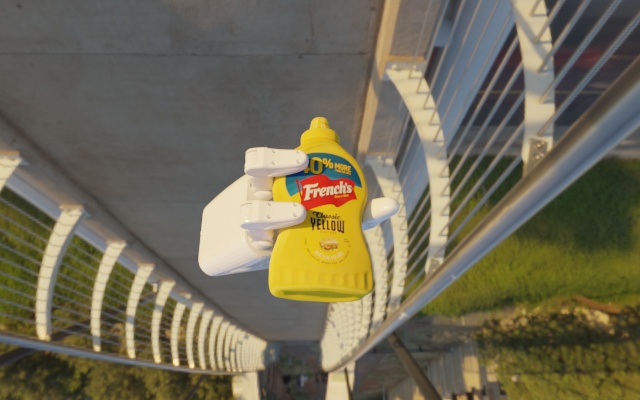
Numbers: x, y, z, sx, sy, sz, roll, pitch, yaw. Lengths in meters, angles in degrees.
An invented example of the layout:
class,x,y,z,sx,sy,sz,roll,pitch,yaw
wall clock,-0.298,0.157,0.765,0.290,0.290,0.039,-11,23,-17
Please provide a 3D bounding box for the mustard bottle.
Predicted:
class,x,y,z,sx,sy,sz,roll,pitch,yaw
mustard bottle,0.000,0.002,0.479,0.096,0.191,0.058,6,-25,-14
